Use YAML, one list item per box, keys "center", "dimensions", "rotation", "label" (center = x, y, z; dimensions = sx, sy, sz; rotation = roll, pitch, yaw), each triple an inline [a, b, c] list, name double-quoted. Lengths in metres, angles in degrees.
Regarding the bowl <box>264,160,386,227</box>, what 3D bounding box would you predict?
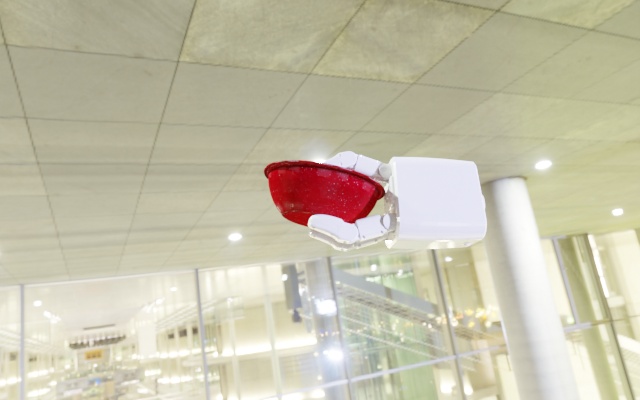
- center: [-0.001, 0.002, 0.619]
  dimensions: [0.162, 0.055, 0.162]
  rotation: [11, -14, 3]
  label: "bowl"
